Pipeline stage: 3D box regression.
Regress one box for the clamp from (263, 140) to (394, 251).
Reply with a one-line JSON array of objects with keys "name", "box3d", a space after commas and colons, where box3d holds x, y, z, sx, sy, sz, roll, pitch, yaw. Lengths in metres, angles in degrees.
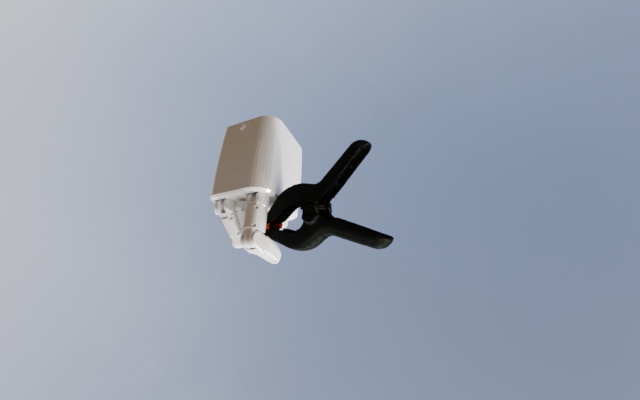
[{"name": "clamp", "box3d": [0.000, 0.002, 0.547, 0.171, 0.120, 0.039, -9, -16, 31]}]
